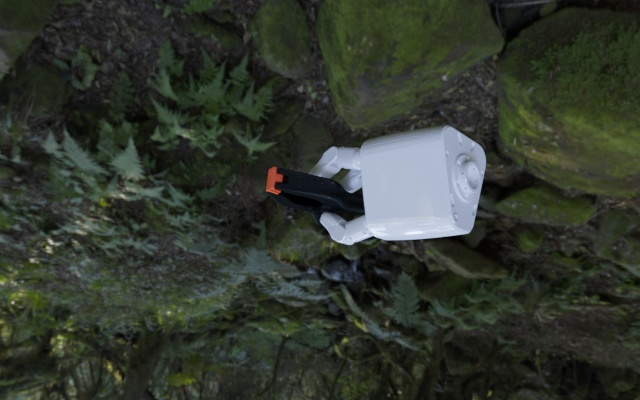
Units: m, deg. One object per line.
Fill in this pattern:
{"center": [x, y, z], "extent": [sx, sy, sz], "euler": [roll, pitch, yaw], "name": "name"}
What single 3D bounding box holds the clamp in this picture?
{"center": [0.000, 0.003, 0.633], "extent": [0.210, 0.036, 0.164], "euler": [18, -20, -42], "name": "clamp"}
